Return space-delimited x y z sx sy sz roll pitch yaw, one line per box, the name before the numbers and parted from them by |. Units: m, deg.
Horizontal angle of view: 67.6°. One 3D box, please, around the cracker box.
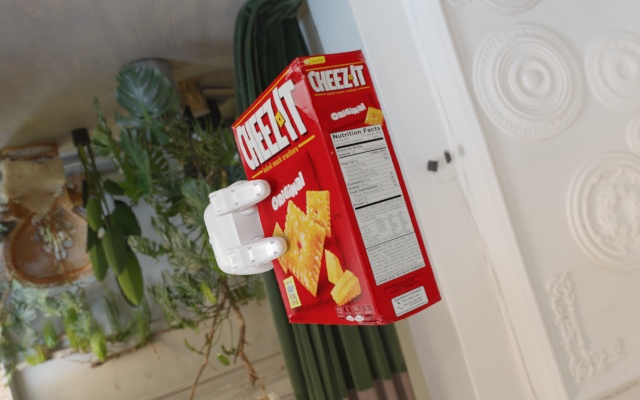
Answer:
cracker box | 0.000 0.002 0.432 0.072 0.213 0.164 -16 -3 -31
